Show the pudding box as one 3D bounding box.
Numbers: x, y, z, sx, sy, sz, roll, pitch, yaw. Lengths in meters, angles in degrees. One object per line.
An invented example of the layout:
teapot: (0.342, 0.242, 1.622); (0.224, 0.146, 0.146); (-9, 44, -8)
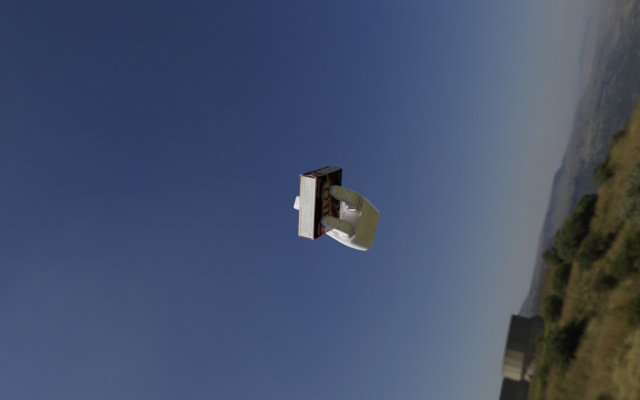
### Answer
pudding box: (0.000, 0.003, 0.837); (0.039, 0.113, 0.090); (9, 18, 29)
